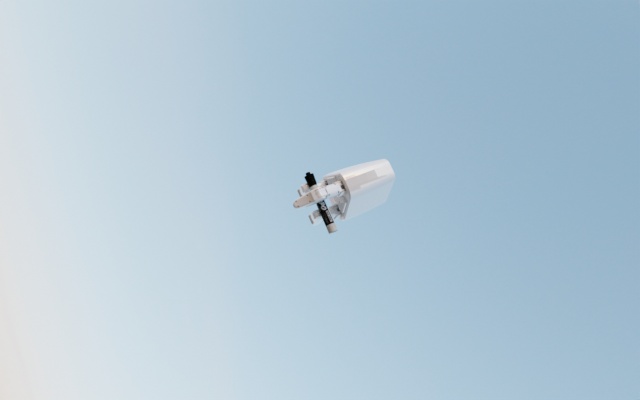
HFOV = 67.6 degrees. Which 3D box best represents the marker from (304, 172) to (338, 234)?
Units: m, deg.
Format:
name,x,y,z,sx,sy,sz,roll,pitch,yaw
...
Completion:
name,x,y,z,sx,sy,sz,roll,pitch,yaw
marker,0.000,0.003,0.875,0.020,0.121,0.020,-23,-9,-4
